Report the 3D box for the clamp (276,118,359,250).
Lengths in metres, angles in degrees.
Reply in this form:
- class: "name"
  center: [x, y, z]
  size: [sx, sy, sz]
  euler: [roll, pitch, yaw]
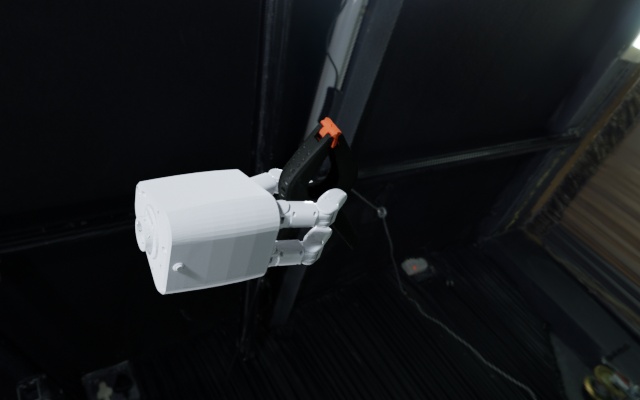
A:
- class: "clamp"
  center: [0.000, 0.001, 0.550]
  size: [0.164, 0.210, 0.036]
  euler: [-7, 44, -33]
